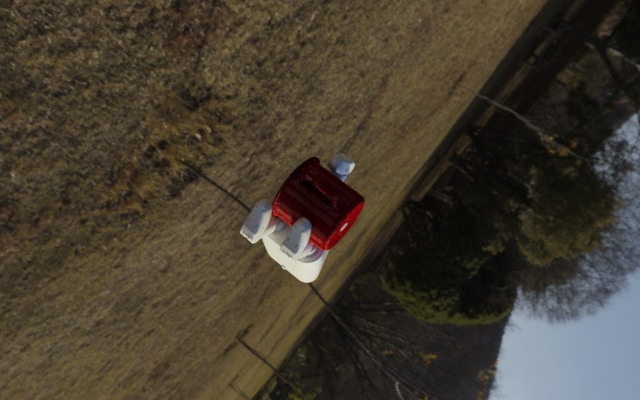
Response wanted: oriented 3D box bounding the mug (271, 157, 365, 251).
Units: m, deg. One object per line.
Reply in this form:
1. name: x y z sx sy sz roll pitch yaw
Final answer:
1. mug: 0.000 0.001 0.572 0.081 0.093 0.117 37 -21 14
